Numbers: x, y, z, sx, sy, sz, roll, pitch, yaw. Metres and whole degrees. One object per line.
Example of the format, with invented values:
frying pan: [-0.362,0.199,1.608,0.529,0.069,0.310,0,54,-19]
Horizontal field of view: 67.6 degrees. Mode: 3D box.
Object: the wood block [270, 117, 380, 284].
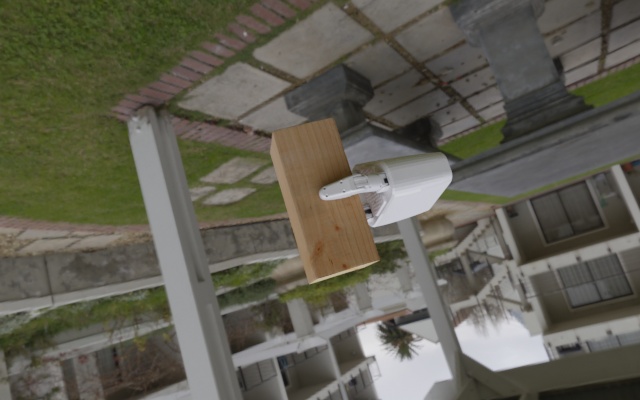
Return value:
wood block: [0.001,0.002,0.670,0.090,0.206,0.091,-15,-11,-13]
